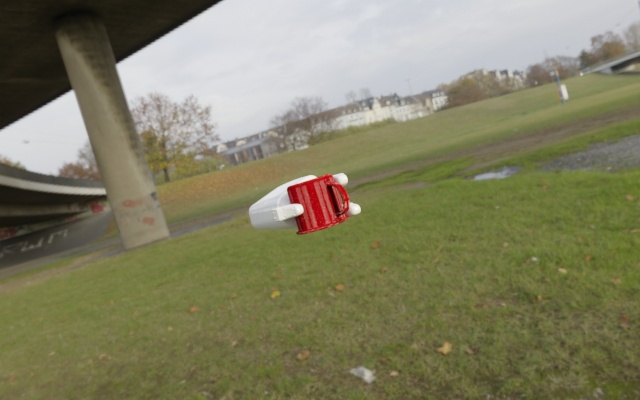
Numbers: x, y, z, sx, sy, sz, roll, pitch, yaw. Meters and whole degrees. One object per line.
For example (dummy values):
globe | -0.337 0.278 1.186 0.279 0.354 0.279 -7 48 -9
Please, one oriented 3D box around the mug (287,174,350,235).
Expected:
mug | 0.001 0.002 0.787 0.093 0.081 0.117 -20 4 -42
